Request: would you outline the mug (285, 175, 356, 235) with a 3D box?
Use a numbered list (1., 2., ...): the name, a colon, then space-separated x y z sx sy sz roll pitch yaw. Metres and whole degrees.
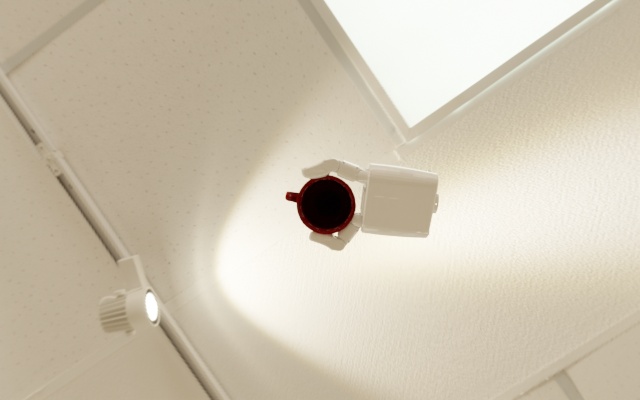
1. mug: -0.001 0.002 0.782 0.117 0.093 0.081 8 5 4
